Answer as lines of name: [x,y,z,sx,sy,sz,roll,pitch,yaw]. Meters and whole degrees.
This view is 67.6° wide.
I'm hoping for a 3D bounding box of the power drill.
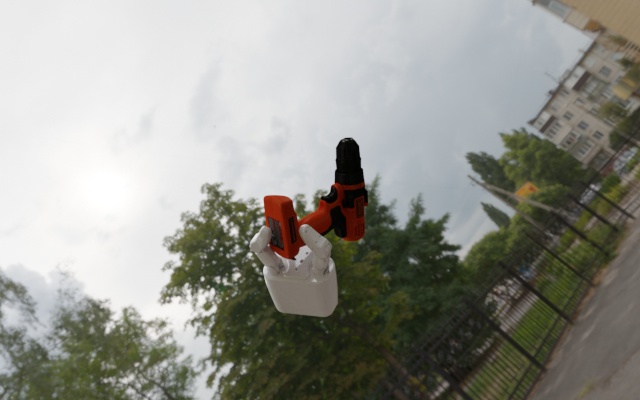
power drill: [0.000,0.003,0.777,0.187,0.184,0.057,-20,25,-34]
